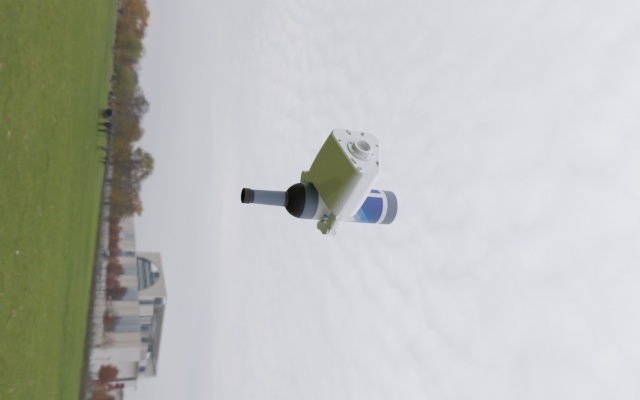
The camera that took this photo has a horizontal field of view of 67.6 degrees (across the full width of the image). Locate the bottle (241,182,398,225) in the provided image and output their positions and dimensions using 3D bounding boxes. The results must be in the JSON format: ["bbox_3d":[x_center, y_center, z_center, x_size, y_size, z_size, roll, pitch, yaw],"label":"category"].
[{"bbox_3d":[0.000,0.003,0.879,0.296,0.069,0.069,5,-2,-24],"label":"bottle"}]
